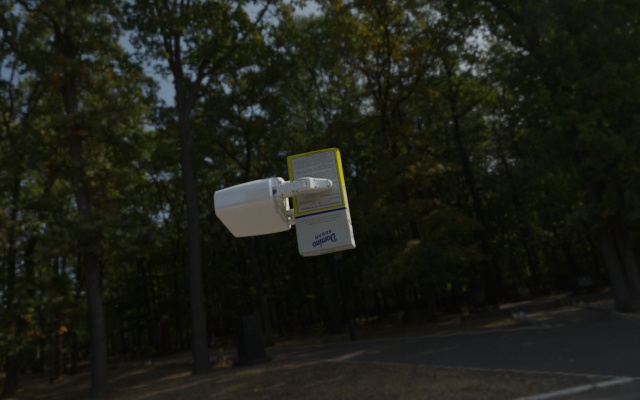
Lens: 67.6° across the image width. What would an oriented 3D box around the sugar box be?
[{"bbox_3d":[0.000,0.003,0.826,0.093,0.176,0.048,-11,-14,9],"label":"sugar box"}]
